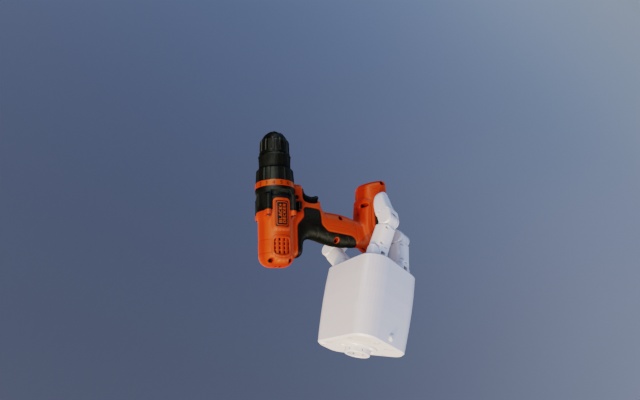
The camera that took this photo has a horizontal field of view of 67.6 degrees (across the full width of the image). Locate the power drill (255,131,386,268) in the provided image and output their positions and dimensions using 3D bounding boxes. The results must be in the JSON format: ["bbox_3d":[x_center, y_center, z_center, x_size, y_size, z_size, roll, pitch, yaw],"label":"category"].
[{"bbox_3d":[0.001,0.002,0.660,0.187,0.184,0.057,5,-14,-24],"label":"power drill"}]
